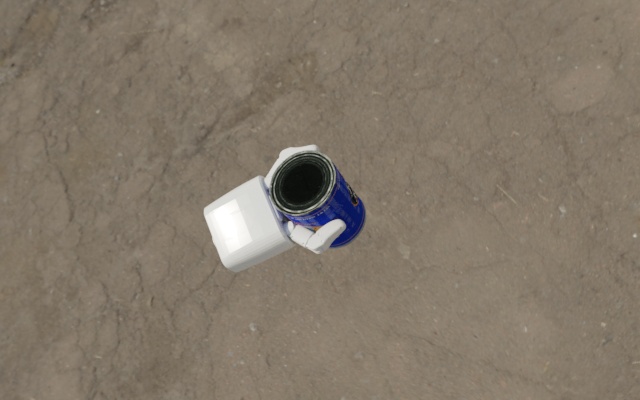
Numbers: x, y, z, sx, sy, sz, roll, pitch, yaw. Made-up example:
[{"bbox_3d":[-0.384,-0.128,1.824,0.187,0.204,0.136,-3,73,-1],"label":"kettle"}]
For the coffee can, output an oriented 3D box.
[{"bbox_3d":[0.000,0.002,0.723,0.103,0.102,0.140,0,-24,25],"label":"coffee can"}]
